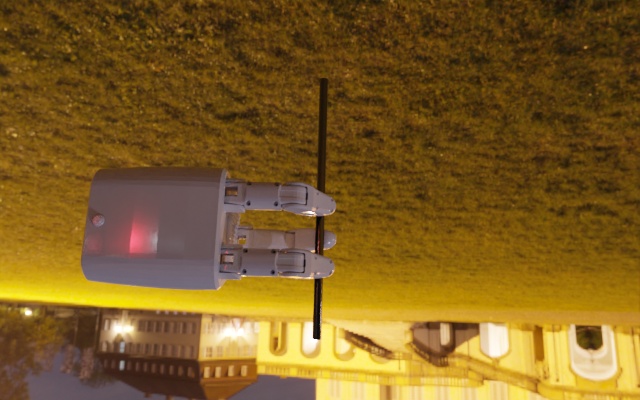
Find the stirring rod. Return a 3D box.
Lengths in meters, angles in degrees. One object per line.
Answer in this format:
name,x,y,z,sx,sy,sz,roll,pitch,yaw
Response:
stirring rod,0.000,0.001,0.433,0.011,0.239,0.011,1,-12,0
